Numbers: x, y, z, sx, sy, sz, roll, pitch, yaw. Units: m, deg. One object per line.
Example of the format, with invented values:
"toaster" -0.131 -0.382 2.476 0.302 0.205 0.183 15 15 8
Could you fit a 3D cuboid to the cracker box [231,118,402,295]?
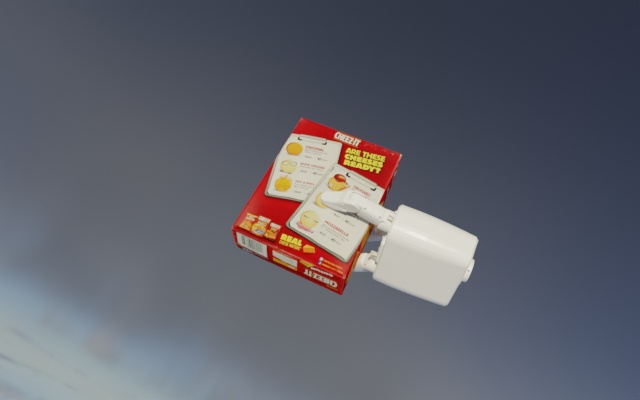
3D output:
"cracker box" 0.000 0.002 0.678 0.164 0.213 0.072 22 -30 11
